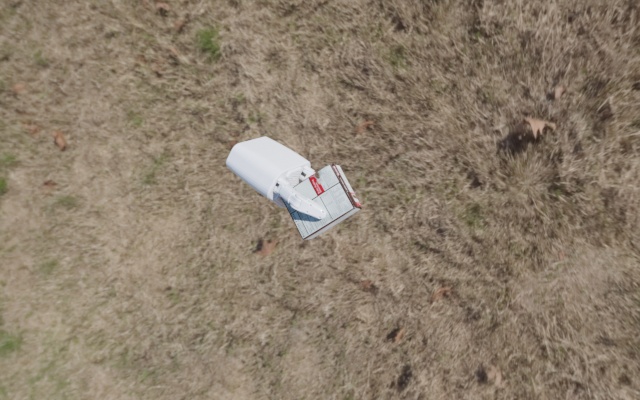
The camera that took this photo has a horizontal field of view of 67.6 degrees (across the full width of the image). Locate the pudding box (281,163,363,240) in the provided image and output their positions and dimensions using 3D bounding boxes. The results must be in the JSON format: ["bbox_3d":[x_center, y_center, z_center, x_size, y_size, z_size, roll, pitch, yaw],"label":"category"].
[{"bbox_3d":[0.000,0.003,0.806,0.113,0.090,0.039,-32,-12,22],"label":"pudding box"}]
